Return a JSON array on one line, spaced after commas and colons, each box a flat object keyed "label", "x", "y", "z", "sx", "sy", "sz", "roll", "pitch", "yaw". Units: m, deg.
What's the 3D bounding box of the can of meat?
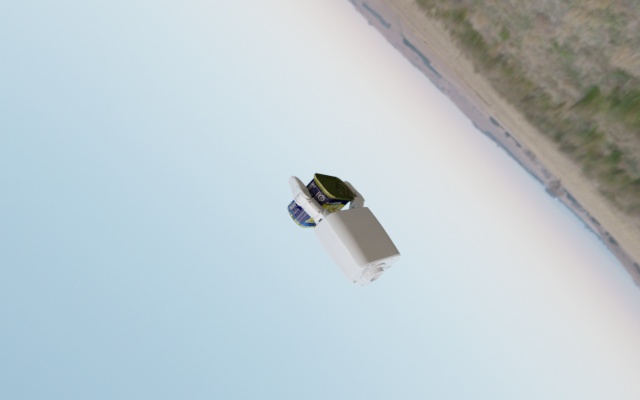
[{"label": "can of meat", "x": 0.000, "y": 0.003, "z": 0.849, "sx": 0.084, "sy": 0.057, "sz": 0.102, "roll": -46, "pitch": -24, "yaw": 21}]
